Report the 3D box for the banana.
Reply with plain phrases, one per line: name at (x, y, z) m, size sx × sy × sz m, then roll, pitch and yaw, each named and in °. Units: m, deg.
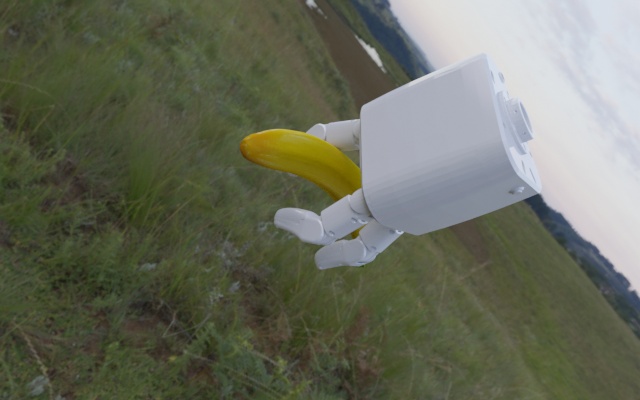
banana at (0.008, -0.012, 0.429) m, size 0.037 × 0.069 × 0.198 m, roll -1°, pitch -34°, yaw 40°
